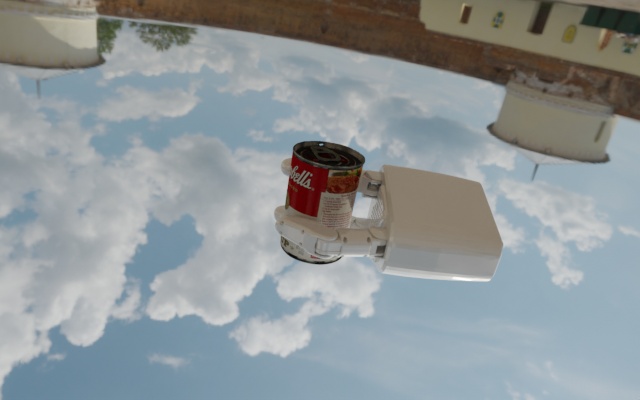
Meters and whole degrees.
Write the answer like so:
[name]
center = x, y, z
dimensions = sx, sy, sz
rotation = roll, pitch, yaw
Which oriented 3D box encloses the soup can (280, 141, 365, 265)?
[soup can]
center = 0.000, 0.002, 0.460
dimensions = 0.068, 0.102, 0.068
rotation = 8, 24, -4
